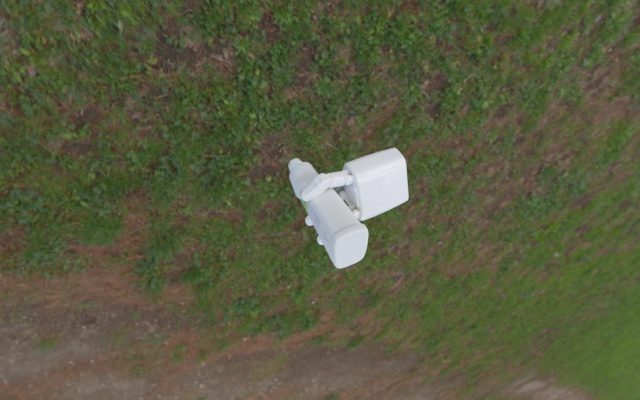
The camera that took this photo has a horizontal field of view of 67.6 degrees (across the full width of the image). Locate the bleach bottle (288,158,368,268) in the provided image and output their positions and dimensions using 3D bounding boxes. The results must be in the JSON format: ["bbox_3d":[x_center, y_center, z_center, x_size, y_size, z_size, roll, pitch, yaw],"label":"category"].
[{"bbox_3d":[0.000,0.003,0.899,0.068,0.250,0.103,-20,-39,-16],"label":"bleach bottle"}]
